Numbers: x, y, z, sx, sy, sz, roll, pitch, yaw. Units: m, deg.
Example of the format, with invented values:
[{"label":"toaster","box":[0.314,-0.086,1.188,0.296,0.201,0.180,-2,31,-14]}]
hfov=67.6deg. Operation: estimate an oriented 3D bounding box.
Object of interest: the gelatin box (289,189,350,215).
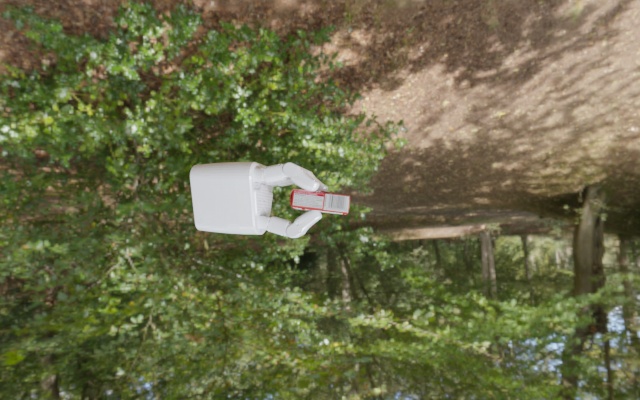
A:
[{"label":"gelatin box","box":[0.000,0.003,0.736,0.089,0.030,0.073,7,-3,2]}]
